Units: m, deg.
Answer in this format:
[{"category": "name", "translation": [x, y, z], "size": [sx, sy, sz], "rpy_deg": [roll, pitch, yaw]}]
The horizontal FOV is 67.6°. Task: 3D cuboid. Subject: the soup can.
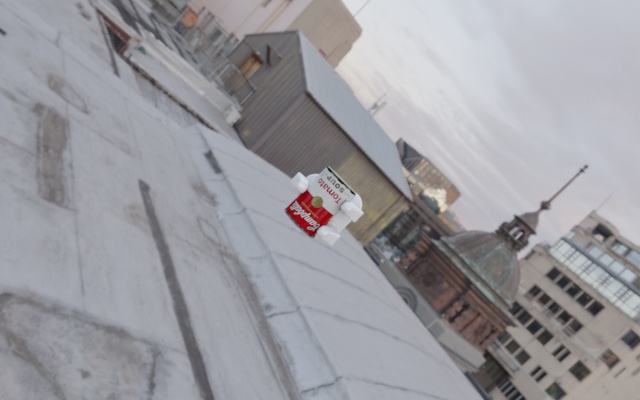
[{"category": "soup can", "translation": [0.000, 0.002, 0.780], "size": [0.068, 0.102, 0.068], "rpy_deg": [44, 6, -6]}]
